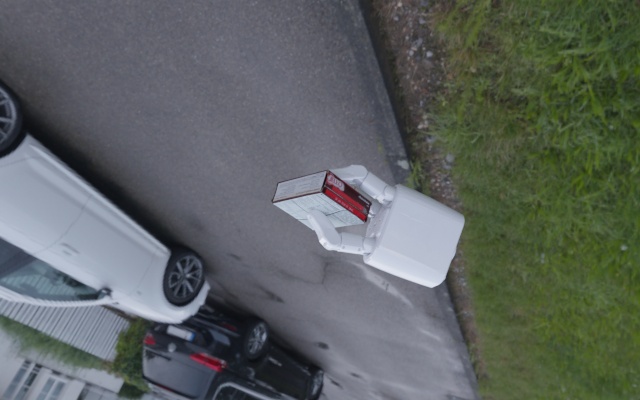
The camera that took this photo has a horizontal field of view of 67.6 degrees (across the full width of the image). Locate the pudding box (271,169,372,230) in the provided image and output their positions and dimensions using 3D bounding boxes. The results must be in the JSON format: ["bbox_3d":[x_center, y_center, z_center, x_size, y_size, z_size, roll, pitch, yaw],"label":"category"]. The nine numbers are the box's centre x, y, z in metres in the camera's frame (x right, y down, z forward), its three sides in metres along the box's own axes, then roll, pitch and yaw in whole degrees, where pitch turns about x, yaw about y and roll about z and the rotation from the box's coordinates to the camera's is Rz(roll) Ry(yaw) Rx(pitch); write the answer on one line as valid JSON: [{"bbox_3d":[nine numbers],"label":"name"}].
[{"bbox_3d":[0.000,0.002,0.661,0.090,0.039,0.113,36,-31,-32],"label":"pudding box"}]
